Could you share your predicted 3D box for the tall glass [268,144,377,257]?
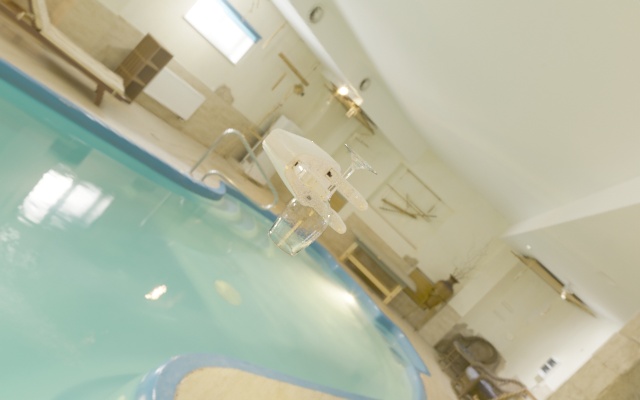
[{"bbox_3d":[0.001,0.002,0.806,0.079,0.201,0.079,43,5,-5],"label":"tall glass"}]
